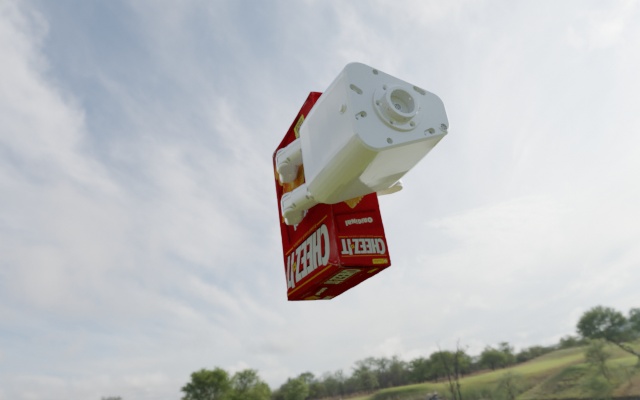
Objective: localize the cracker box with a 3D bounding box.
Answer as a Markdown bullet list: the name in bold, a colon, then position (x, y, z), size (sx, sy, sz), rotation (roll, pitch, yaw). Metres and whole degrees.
- **cracker box**: position (0.000, 0.002, 0.590), size (0.072, 0.213, 0.164), rotation (2, -24, -23)
